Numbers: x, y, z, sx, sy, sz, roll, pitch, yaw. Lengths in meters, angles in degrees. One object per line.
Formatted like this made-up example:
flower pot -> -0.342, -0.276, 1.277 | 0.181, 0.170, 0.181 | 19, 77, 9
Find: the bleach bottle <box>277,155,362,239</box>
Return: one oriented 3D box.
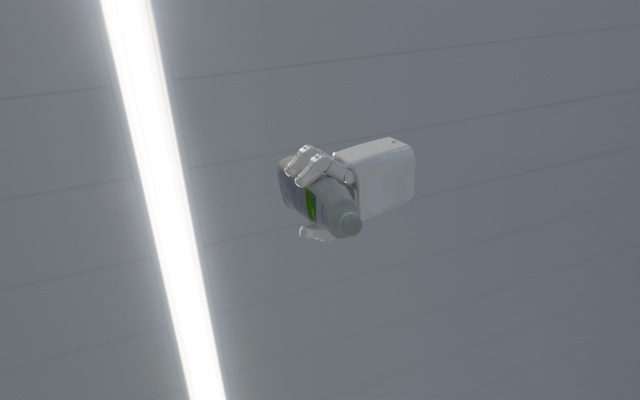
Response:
bleach bottle -> 0.000, 0.002, 0.755 | 0.068, 0.103, 0.250 | -19, 25, -15
